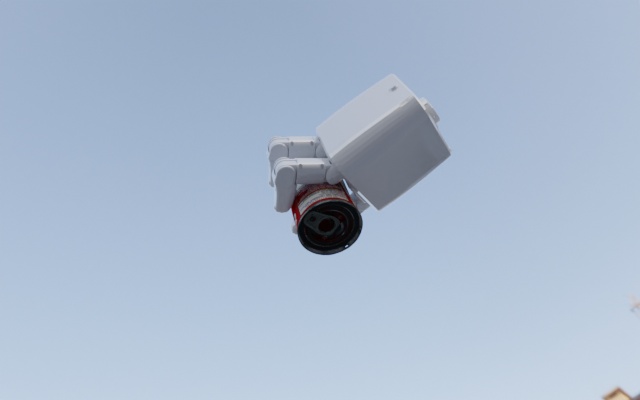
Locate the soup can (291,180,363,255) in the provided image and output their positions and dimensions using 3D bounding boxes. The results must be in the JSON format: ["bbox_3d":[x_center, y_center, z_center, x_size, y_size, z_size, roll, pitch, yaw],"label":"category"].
[{"bbox_3d":[0.000,0.002,0.522,0.068,0.068,0.102,0,32,-14],"label":"soup can"}]
